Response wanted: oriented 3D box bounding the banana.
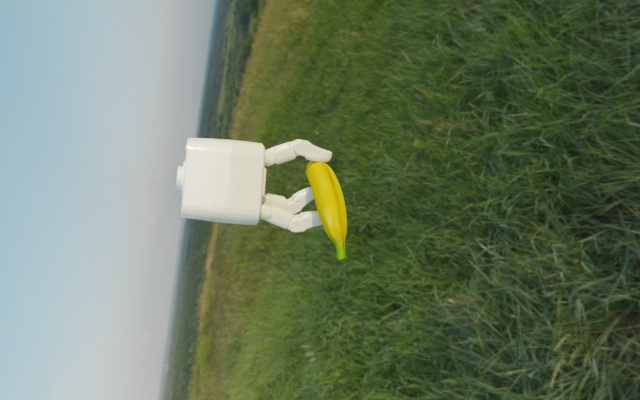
[{"bbox_3d":[0.004,-0.010,0.672,0.037,0.070,0.197,1,40,-14],"label":"banana"}]
